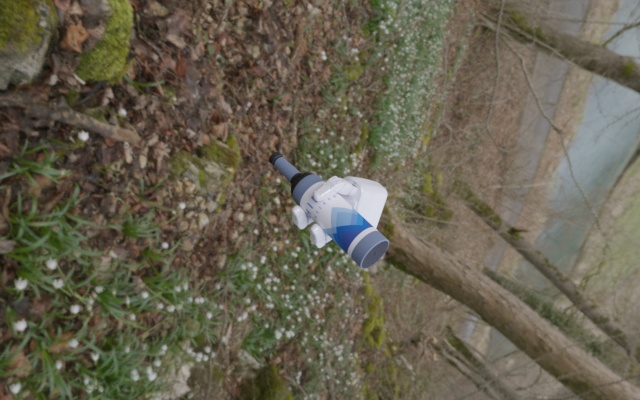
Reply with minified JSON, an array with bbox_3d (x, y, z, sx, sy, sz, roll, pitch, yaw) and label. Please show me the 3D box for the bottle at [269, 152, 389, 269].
[{"bbox_3d":[0.000,0.003,0.881,0.295,0.069,0.069,44,25,29],"label":"bottle"}]
